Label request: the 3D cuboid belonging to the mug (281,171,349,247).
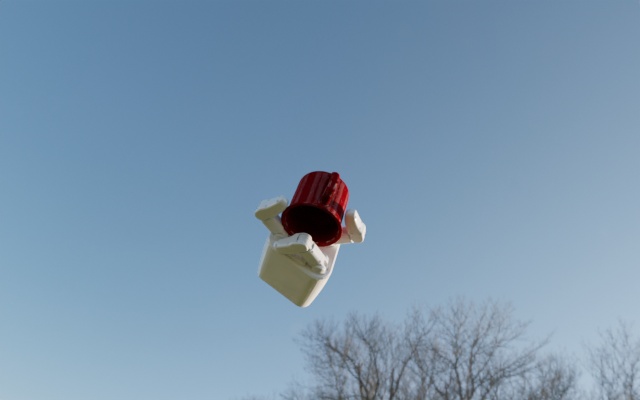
[{"bbox_3d":[0.001,0.001,0.712,0.093,0.081,0.117,23,-43,-4],"label":"mug"}]
